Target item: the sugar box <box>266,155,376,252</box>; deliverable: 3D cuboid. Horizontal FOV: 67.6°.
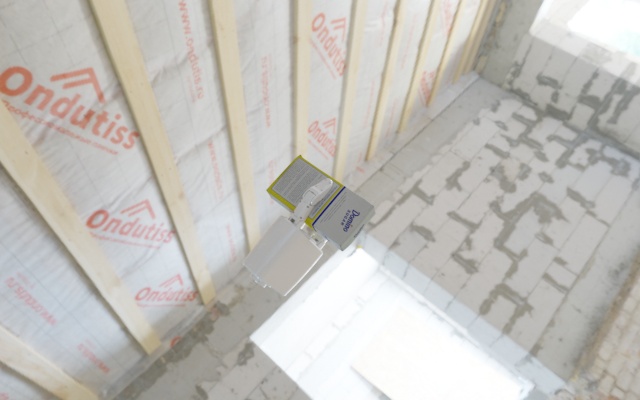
[{"bbox_3d":[0.000,0.003,0.843,0.176,0.093,0.048,37,-12,21],"label":"sugar box"}]
